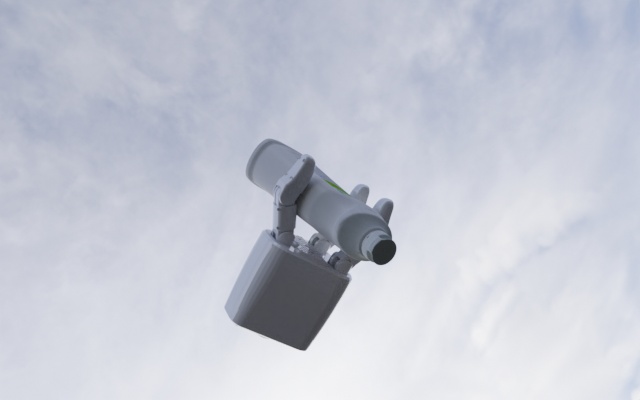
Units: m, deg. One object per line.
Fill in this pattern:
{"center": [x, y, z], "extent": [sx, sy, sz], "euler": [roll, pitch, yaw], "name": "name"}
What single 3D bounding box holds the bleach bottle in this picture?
{"center": [0.000, 0.002, 0.553], "extent": [0.102, 0.068, 0.250], "euler": [26, 7, -33], "name": "bleach bottle"}
